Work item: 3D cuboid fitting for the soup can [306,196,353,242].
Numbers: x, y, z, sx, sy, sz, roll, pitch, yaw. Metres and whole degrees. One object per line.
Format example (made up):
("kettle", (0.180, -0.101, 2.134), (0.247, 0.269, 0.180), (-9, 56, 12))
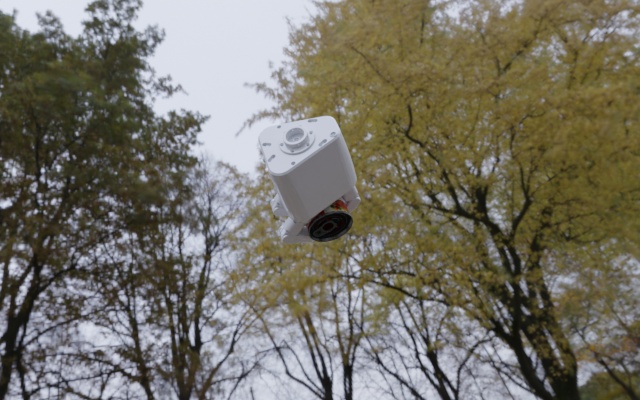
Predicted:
("soup can", (0.000, 0.002, 0.724), (0.068, 0.102, 0.069), (-14, -38, -11))
